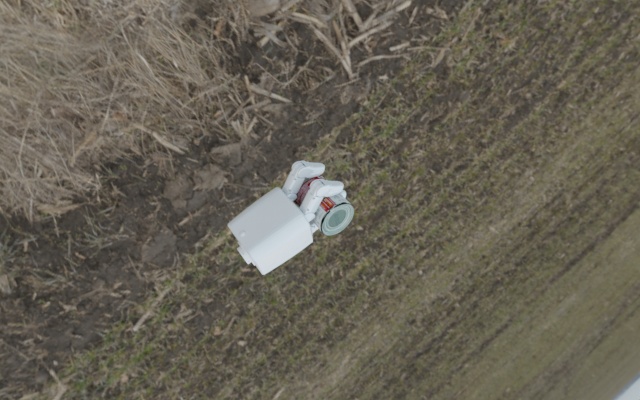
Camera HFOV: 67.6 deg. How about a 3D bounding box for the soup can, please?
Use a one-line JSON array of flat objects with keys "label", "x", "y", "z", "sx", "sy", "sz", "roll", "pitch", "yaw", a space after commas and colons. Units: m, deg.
[{"label": "soup can", "x": 0.001, "y": 0.003, "z": 0.805, "sx": 0.068, "sy": 0.068, "sz": 0.102, "roll": 0, "pitch": 35, "yaw": -44}]
